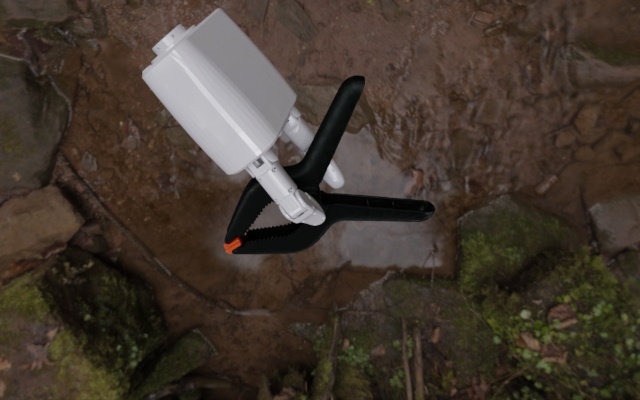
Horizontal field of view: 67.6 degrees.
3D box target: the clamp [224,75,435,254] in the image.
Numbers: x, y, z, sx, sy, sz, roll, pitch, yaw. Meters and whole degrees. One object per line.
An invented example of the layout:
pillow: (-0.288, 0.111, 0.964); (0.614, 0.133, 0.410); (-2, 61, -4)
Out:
clamp: (0.000, 0.002, 0.474); (0.210, 0.165, 0.036); (-35, 23, 14)
